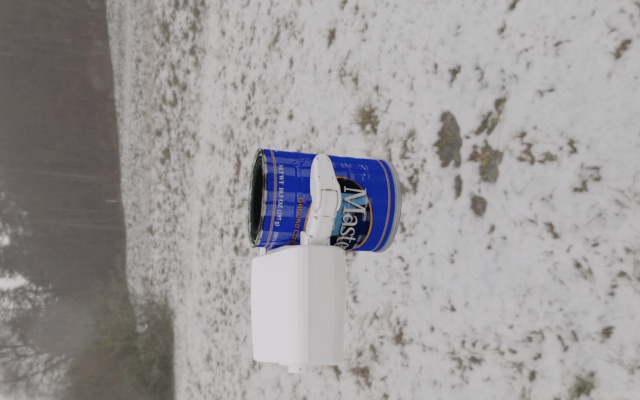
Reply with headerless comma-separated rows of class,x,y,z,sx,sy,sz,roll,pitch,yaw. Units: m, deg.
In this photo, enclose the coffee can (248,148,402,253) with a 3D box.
coffee can,0.000,0.001,0.505,0.140,0.103,0.103,4,-1,-16
